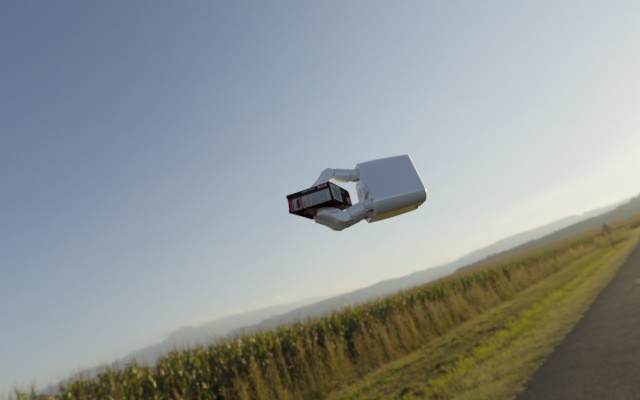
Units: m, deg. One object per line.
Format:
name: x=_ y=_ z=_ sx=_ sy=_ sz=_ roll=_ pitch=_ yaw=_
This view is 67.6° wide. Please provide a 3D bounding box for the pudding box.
pudding box: x=0.000 y=0.003 z=0.889 sx=0.090 sy=0.039 sz=0.113 roll=-18 pitch=-17 yaw=18
